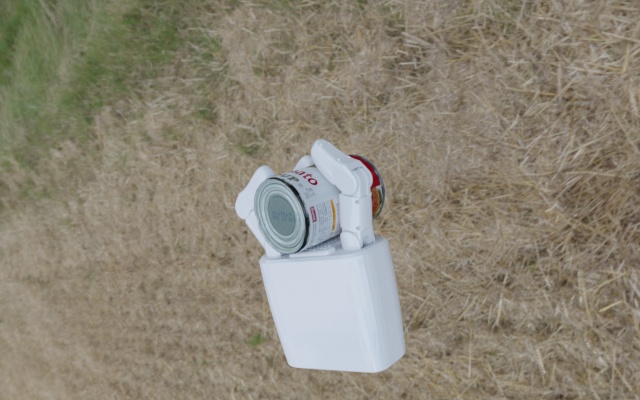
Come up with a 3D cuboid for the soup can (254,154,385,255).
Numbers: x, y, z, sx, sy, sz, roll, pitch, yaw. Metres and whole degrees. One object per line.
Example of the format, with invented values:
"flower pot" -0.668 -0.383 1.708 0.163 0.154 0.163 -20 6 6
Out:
"soup can" 0.000 0.001 0.425 0.068 0.068 0.102 0 14 46
